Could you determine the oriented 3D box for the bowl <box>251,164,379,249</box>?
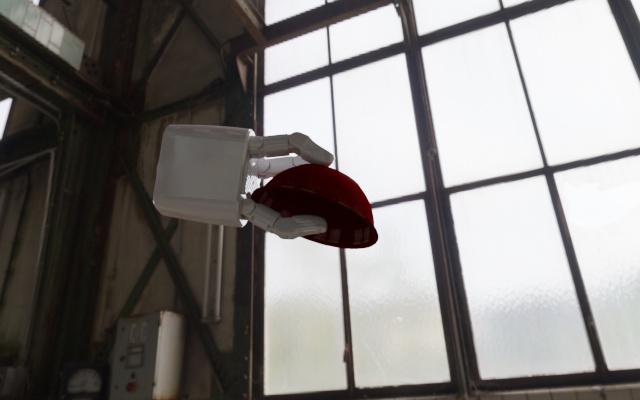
[{"bbox_3d":[0.001,0.002,0.585,0.162,0.055,0.162,17,-23,7],"label":"bowl"}]
